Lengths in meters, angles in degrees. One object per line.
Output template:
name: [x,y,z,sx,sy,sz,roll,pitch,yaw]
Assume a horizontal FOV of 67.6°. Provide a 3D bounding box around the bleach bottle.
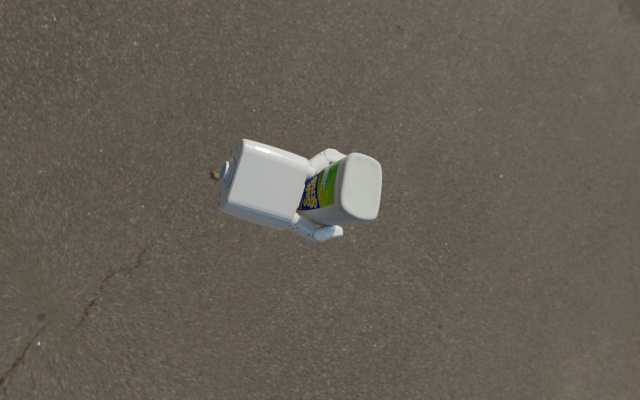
bleach bottle: [0.000,0.002,0.784,0.068,0.102,0.251,18,-20,-25]
